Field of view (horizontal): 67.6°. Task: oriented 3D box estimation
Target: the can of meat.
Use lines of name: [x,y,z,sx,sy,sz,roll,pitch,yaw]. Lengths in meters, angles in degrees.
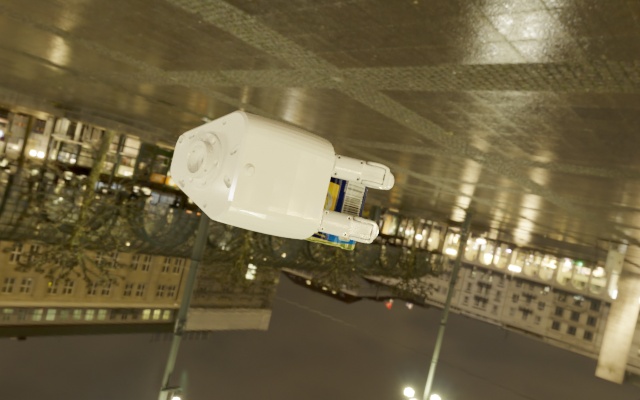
can of meat: [0.000,0.002,0.520,0.102,0.084,0.057,13,-1,41]
